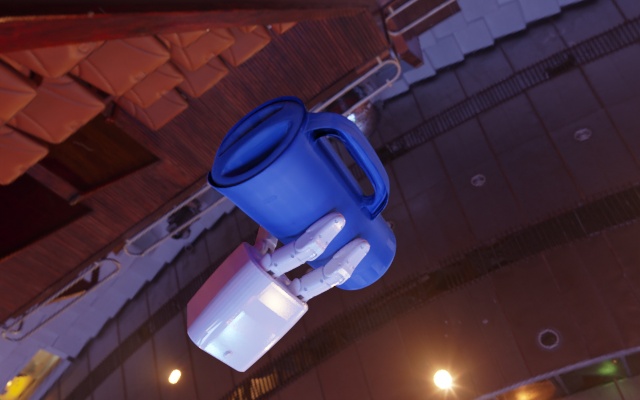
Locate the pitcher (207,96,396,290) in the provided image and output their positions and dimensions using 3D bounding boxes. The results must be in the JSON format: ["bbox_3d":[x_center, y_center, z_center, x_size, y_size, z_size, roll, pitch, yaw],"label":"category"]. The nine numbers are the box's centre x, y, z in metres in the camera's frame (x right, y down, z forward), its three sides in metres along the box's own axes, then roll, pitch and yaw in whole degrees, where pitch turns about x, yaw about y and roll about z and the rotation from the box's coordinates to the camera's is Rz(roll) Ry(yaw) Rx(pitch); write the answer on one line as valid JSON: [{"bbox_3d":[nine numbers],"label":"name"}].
[{"bbox_3d":[0.000,0.002,0.568,0.243,0.145,0.149,47,-8,-35],"label":"pitcher"}]
